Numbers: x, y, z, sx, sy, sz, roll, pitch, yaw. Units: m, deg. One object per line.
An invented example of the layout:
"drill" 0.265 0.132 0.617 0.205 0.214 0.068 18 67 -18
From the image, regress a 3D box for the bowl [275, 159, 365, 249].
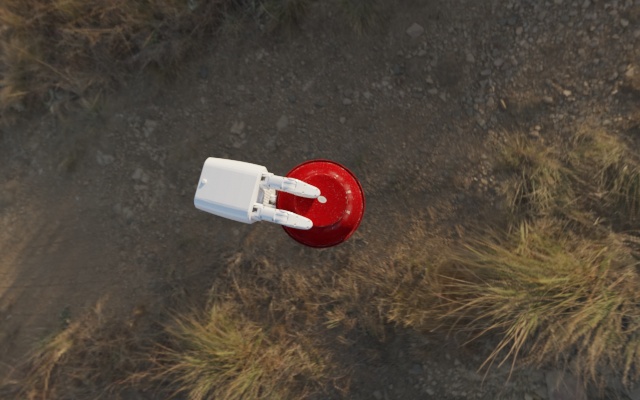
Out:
"bowl" 0.001 0.003 0.835 0.162 0.162 0.055 0 -6 -1
